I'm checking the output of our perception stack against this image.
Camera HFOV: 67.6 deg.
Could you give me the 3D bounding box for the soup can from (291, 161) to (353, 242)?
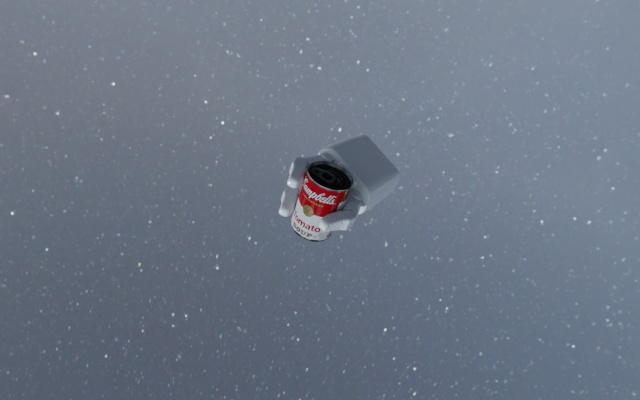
[{"bbox_3d":[0.000,0.003,0.703,0.068,0.102,0.068,13,37,-10],"label":"soup can"}]
